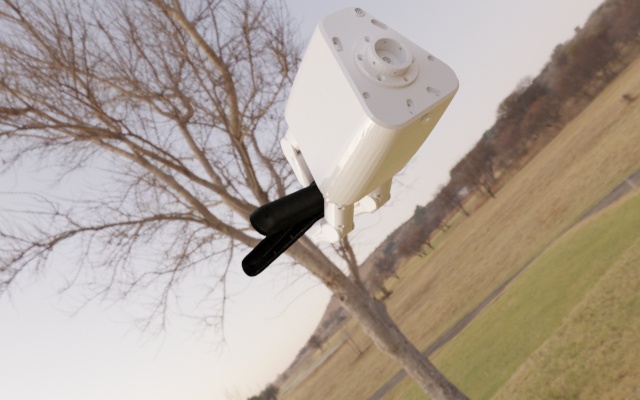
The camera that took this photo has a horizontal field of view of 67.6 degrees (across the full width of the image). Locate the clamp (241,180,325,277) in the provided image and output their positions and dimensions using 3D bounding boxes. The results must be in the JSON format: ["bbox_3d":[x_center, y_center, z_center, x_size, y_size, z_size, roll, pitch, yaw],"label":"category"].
[{"bbox_3d":[0.000,0.001,0.499,0.210,0.036,0.165,-35,-10,-29],"label":"clamp"}]
